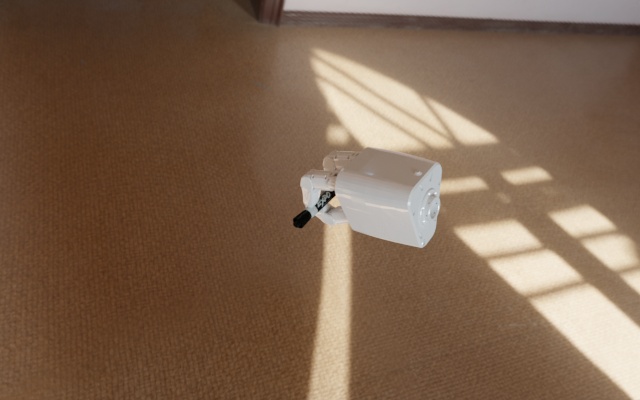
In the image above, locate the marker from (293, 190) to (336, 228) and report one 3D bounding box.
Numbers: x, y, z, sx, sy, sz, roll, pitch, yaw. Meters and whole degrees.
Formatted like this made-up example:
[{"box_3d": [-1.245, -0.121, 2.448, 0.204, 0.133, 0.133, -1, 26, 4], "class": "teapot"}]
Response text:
[{"box_3d": [0.000, 0.002, 0.704, 0.020, 0.020, 0.121, 0, 33, 43], "class": "marker"}]
